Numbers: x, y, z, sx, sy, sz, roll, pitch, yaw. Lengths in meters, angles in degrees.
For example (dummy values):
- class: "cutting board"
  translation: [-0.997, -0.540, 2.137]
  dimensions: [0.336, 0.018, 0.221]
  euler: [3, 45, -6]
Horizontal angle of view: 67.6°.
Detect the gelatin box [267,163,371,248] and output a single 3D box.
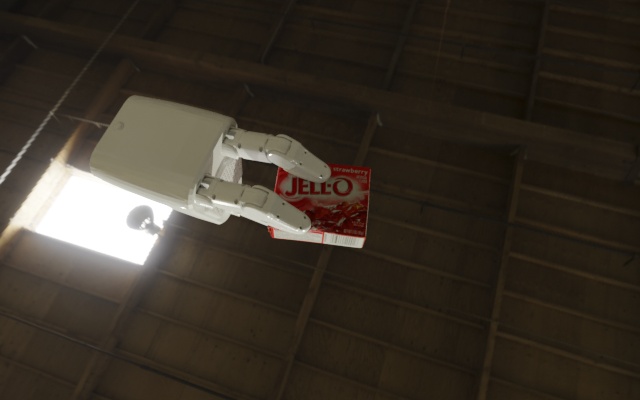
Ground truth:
- class: "gelatin box"
  translation: [0.000, 0.002, 0.449]
  dimensions: [0.089, 0.073, 0.030]
  euler: [7, -26, 0]
